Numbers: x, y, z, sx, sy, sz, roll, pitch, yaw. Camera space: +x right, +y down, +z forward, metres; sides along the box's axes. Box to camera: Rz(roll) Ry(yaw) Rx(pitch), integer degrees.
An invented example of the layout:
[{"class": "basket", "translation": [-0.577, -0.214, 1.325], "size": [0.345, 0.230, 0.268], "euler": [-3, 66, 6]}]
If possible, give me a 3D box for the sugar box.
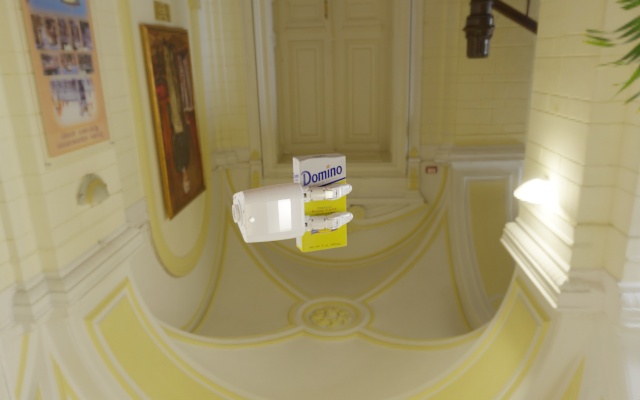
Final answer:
[{"class": "sugar box", "translation": [0.000, 0.003, 0.899], "size": [0.093, 0.176, 0.048], "euler": [-7, 17, -20]}]
